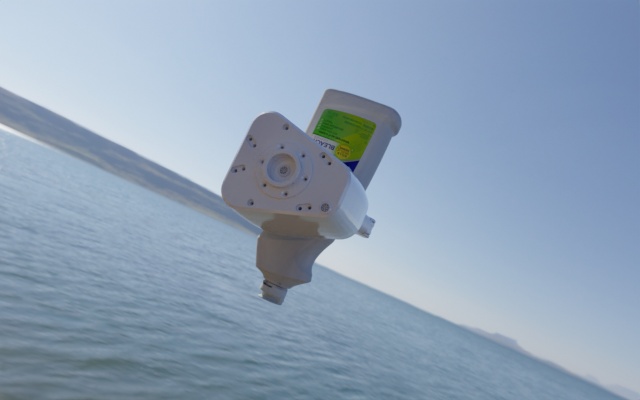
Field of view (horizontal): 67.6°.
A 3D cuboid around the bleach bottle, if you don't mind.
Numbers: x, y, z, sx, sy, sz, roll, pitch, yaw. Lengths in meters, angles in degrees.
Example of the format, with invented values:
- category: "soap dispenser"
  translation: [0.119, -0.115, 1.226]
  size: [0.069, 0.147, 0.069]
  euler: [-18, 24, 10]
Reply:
- category: "bleach bottle"
  translation: [0.000, 0.002, 0.551]
  size: [0.102, 0.251, 0.068]
  euler: [22, -7, 15]
